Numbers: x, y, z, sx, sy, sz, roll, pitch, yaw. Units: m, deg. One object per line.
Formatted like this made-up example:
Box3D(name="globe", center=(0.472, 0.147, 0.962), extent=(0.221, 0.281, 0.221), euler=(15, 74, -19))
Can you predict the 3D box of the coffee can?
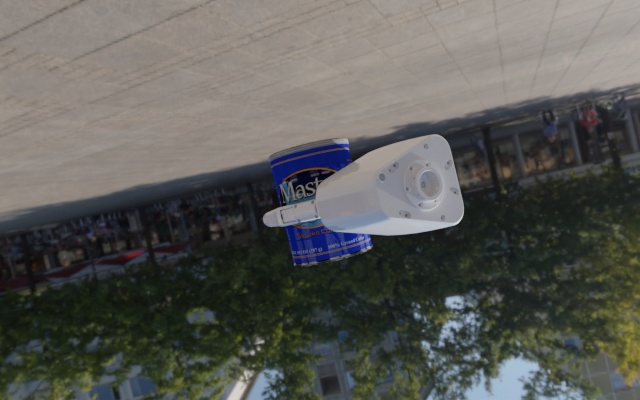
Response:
Box3D(name="coffee can", center=(0.000, 0.002, 0.601), extent=(0.103, 0.140, 0.103), euler=(-13, 0, 0))
